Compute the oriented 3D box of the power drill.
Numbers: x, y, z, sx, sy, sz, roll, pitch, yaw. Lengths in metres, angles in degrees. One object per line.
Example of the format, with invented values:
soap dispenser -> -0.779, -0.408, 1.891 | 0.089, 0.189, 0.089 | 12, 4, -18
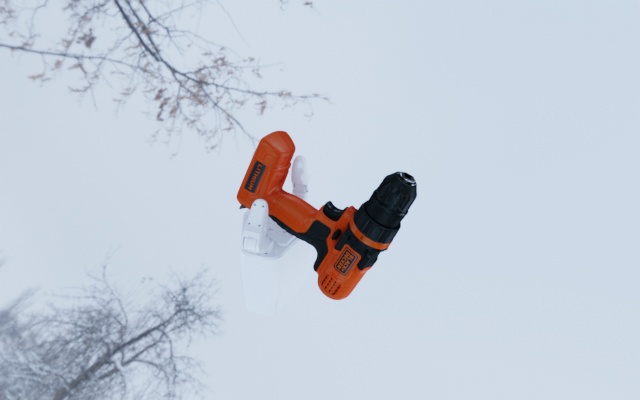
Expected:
power drill -> 0.000, 0.002, 0.553 | 0.187, 0.184, 0.057 | 40, 31, 16
